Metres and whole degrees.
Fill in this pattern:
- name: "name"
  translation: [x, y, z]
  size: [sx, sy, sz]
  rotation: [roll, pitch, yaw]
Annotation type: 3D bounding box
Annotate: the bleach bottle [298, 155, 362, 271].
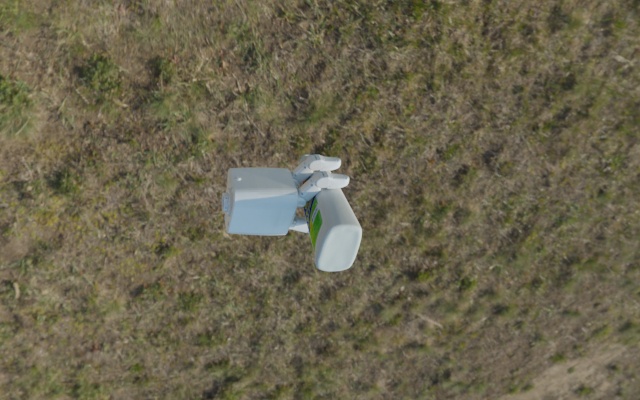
- name: "bleach bottle"
  translation: [0.000, 0.003, 0.847]
  size: [0.068, 0.103, 0.250]
  rotation: [2, 36, -19]
